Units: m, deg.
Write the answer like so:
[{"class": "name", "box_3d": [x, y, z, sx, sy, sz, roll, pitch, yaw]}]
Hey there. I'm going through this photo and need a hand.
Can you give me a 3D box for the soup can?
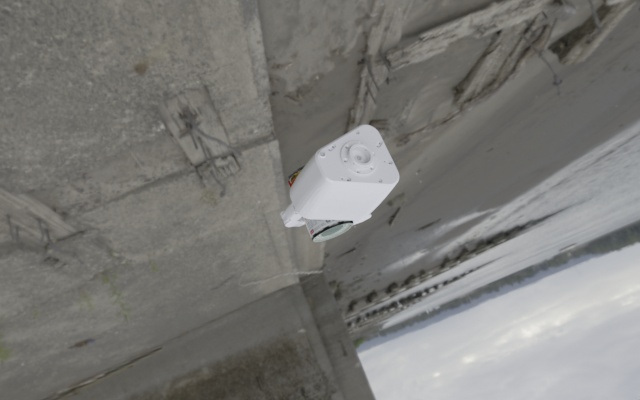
[{"class": "soup can", "box_3d": [0.000, 0.003, 0.712, 0.068, 0.102, 0.068, -21, -17, -7]}]
